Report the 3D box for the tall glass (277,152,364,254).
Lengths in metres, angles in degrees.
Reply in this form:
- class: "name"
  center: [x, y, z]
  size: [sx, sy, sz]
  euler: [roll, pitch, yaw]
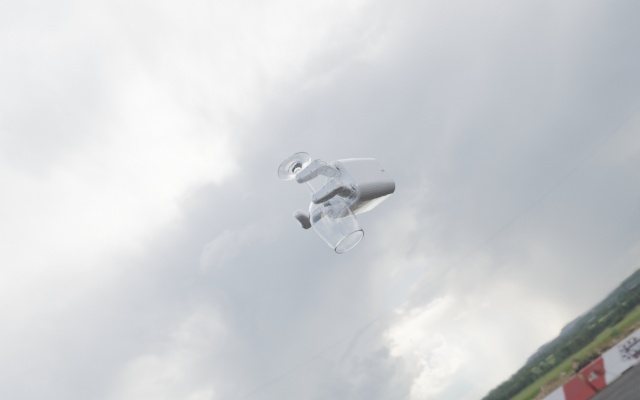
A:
- class: "tall glass"
  center: [0.000, 0.002, 0.888]
  size: [0.079, 0.201, 0.079]
  euler: [-27, -30, -17]
